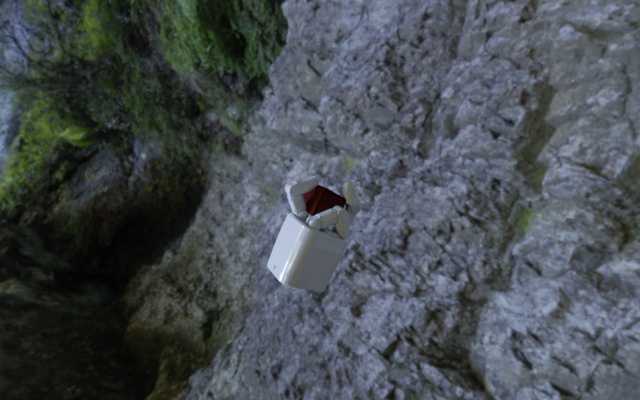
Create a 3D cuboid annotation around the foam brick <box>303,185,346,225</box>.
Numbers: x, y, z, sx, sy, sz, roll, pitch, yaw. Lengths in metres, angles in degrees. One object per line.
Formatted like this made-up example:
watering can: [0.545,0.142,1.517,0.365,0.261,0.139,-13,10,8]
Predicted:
foam brick: [0.000,0.003,0.858,0.053,0.051,0.078,22,5,-29]
